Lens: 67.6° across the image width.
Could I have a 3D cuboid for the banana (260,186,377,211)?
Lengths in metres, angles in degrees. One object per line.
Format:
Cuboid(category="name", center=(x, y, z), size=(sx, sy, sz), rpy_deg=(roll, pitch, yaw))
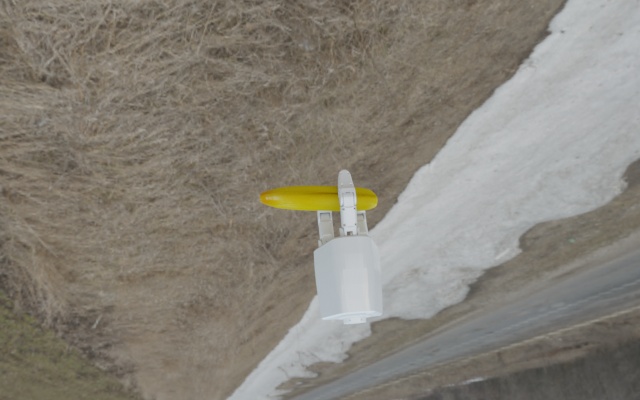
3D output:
Cuboid(category="banana", center=(0.011, -0.001, 0.718), size=(0.198, 0.037, 0.069), rpy_deg=(2, -11, -25))
